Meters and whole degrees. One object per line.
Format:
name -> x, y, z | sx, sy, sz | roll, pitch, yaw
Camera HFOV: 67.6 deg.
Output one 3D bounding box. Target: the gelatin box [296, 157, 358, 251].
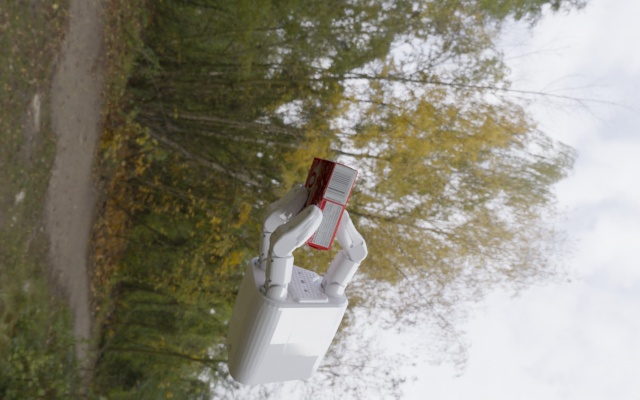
gelatin box -> 0.001, 0.001, 0.505 | 0.030, 0.089, 0.073 | 19, 3, -19
